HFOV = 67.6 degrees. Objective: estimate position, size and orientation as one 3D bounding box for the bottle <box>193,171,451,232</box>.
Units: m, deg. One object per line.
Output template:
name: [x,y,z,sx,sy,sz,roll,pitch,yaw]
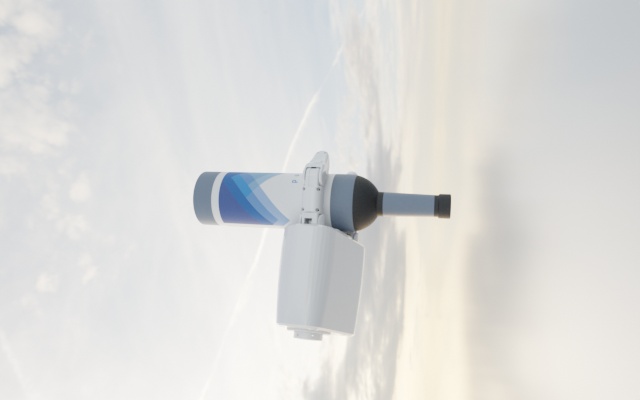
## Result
bottle: [0.000,0.002,0.559,0.296,0.069,0.069,2,0,14]
